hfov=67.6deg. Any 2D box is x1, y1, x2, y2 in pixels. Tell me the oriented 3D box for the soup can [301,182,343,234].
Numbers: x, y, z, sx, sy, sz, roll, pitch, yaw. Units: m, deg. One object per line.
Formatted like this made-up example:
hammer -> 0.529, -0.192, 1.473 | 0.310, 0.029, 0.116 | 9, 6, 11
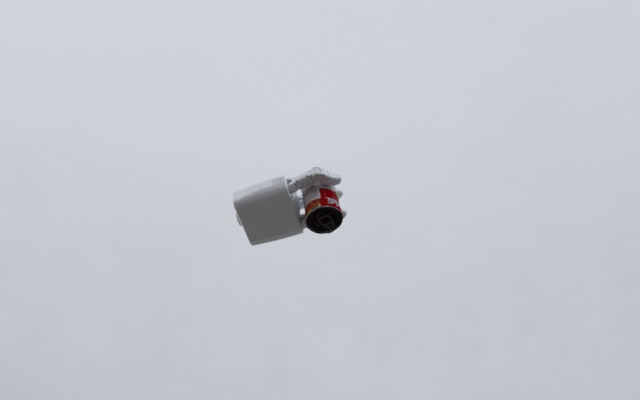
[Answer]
soup can -> 0.001, 0.002, 0.887 | 0.068, 0.069, 0.102 | 0, 41, -11
